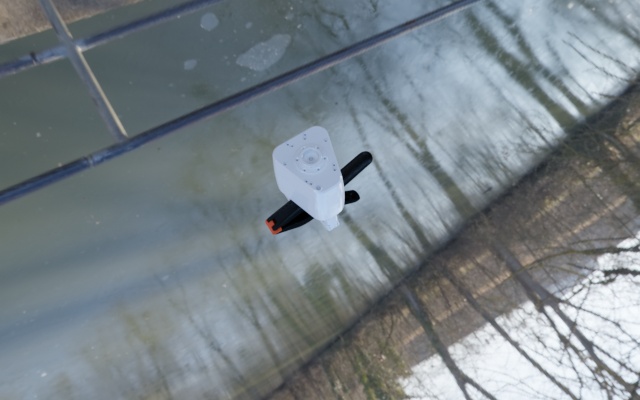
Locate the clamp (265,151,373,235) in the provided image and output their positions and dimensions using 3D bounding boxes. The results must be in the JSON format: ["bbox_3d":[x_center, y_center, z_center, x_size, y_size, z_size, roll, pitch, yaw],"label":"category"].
[{"bbox_3d":[0.000,0.004,0.859,0.210,0.036,0.165,-31,-21,-10],"label":"clamp"}]
